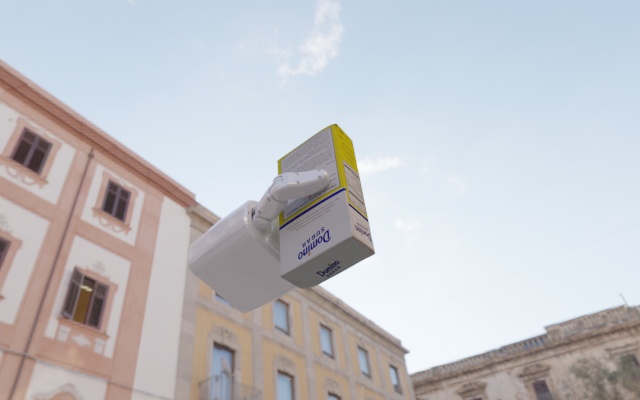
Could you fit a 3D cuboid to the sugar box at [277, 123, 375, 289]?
[{"bbox_3d":[0.000,0.002,0.524,0.093,0.176,0.048,-31,-47,25],"label":"sugar box"}]
